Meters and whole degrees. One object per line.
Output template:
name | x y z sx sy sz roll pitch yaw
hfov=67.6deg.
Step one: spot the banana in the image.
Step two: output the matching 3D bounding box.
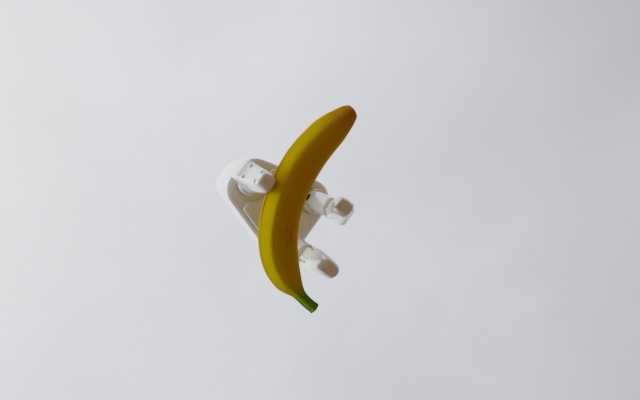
banana | -0.018 0.001 0.449 0.069 0.198 0.037 12 -1 -12
